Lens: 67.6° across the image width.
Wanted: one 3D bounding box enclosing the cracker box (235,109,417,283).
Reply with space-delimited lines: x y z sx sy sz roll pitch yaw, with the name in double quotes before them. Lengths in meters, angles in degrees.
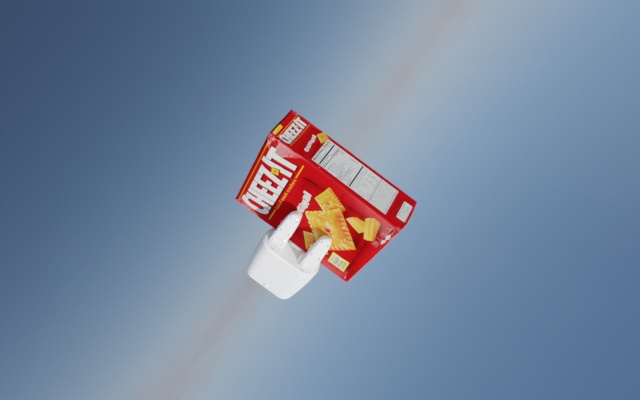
"cracker box" 0.000 0.002 0.678 0.213 0.072 0.164 36 -42 -1
